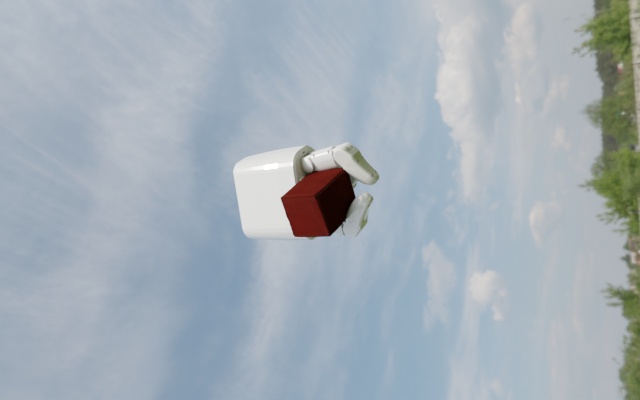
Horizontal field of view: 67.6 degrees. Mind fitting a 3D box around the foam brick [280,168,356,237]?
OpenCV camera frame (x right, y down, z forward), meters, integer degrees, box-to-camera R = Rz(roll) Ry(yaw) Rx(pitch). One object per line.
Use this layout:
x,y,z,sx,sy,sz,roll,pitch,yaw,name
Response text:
0.000,0.002,0.554,0.051,0.053,0.078,-4,25,33,foam brick
